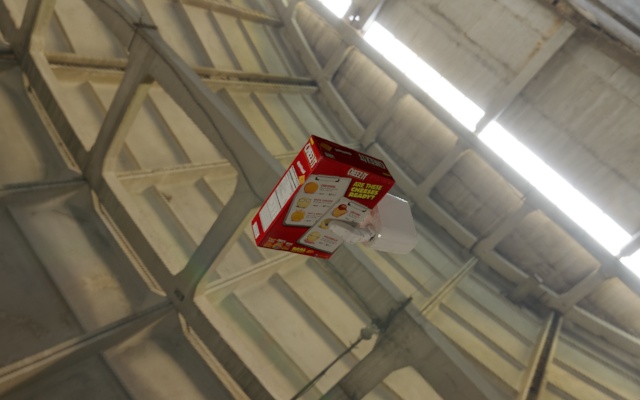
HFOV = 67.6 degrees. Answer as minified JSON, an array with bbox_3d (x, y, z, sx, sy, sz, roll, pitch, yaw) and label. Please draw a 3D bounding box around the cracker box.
[{"bbox_3d":[0.000,0.003,0.843,0.164,0.214,0.072,15,35,-35],"label":"cracker box"}]
